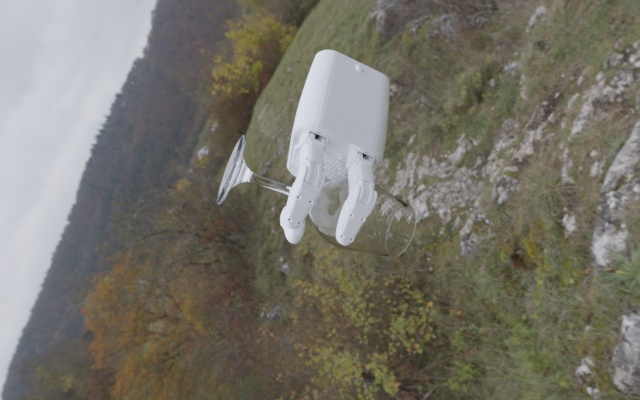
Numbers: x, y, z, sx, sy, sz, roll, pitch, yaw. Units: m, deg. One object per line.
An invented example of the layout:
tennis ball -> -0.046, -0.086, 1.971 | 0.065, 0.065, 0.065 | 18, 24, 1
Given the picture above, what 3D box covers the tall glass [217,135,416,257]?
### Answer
tall glass -> -0.001, 0.002, 0.501 | 0.201, 0.079, 0.079 | 20, -7, -18
